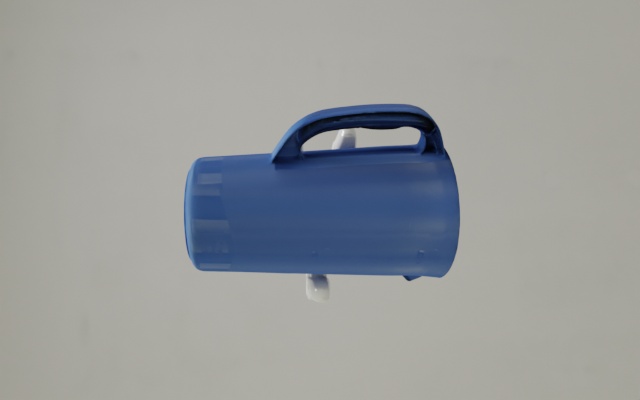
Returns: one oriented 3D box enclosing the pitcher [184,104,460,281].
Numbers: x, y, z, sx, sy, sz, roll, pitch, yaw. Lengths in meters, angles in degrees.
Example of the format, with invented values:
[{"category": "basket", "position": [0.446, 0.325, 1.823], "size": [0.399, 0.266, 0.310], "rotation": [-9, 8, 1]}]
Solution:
[{"category": "pitcher", "position": [0.000, 0.002, 0.457], "size": [0.243, 0.149, 0.145], "rotation": [-1, -14, -6]}]
